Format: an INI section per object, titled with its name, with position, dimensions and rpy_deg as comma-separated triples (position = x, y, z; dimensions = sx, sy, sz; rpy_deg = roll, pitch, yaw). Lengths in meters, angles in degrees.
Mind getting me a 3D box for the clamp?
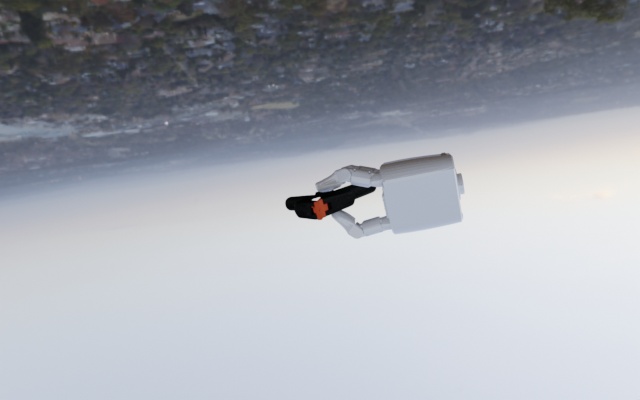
[clamp]
position = 0.000, 0.003, 0.764
dimensions = 0.164, 0.036, 0.210
rpy_deg = -13, 6, 14
